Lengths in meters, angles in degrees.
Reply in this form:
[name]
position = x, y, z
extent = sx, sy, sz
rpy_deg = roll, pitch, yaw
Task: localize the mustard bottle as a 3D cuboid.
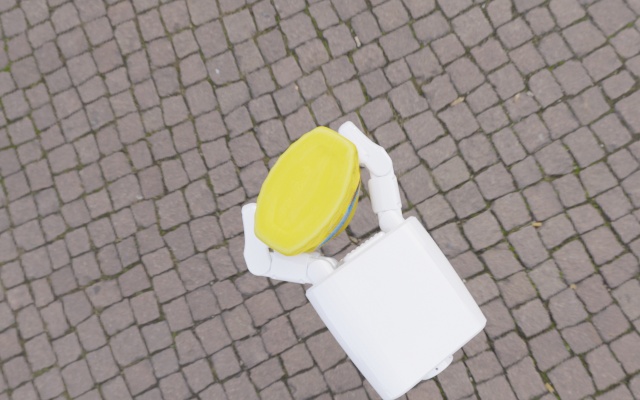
[mustard bottle]
position = 0.000, 0.001, 0.426
extent = 0.058, 0.096, 0.191
rpy_deg = 30, -1, 9
